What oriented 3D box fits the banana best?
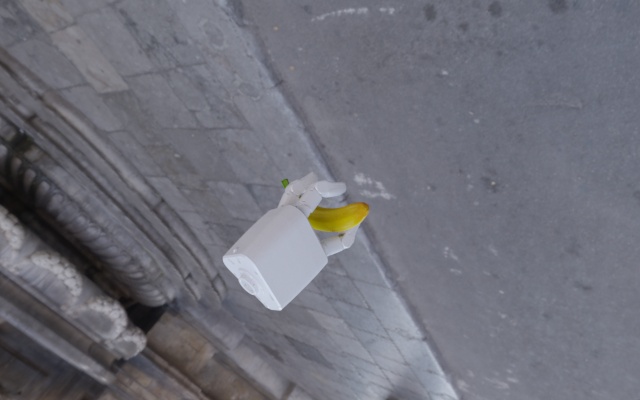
[{"bbox_3d":[0.002,0.018,0.763,0.197,0.070,0.037,17,41,43],"label":"banana"}]
